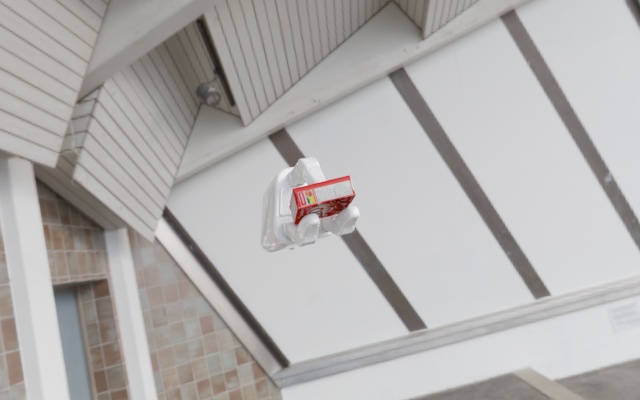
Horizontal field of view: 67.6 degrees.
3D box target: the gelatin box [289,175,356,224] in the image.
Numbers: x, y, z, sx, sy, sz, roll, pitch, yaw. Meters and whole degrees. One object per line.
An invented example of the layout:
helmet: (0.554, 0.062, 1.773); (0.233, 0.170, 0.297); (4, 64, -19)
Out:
gelatin box: (0.000, 0.001, 0.607); (0.073, 0.030, 0.089); (-13, -14, -10)
